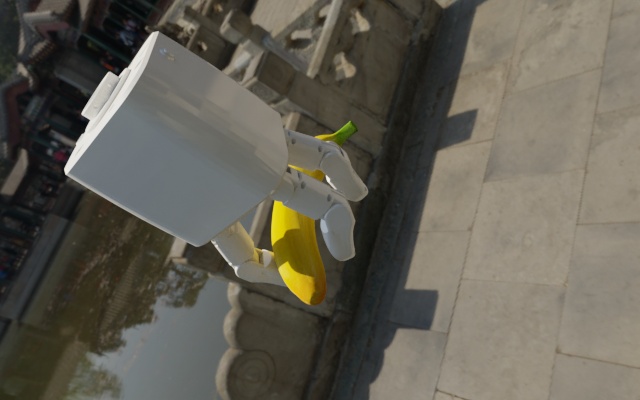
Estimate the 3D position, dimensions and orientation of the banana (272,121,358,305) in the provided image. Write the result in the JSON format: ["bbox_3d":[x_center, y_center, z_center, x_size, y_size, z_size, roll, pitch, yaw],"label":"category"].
[{"bbox_3d":[-0.013,0.005,0.422,0.070,0.197,0.037,-24,-50,38],"label":"banana"}]
